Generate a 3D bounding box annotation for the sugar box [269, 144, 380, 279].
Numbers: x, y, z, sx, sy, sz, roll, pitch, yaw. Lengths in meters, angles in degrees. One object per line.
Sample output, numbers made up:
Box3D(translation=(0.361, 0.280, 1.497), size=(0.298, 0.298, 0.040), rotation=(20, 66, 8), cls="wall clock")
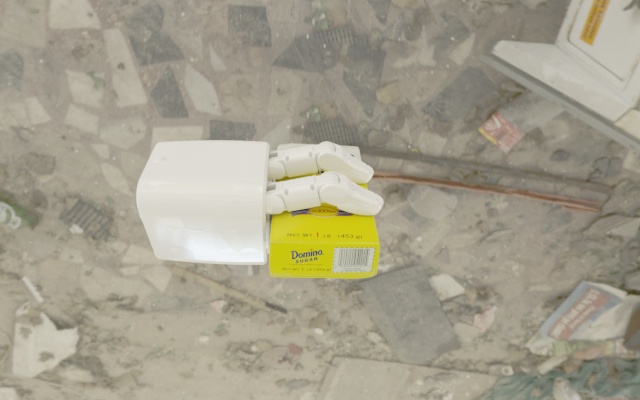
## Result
Box3D(translation=(0.000, 0.001, 0.468), size=(0.093, 0.048, 0.176), rotation=(2, 36, -5), cls="sugar box")
